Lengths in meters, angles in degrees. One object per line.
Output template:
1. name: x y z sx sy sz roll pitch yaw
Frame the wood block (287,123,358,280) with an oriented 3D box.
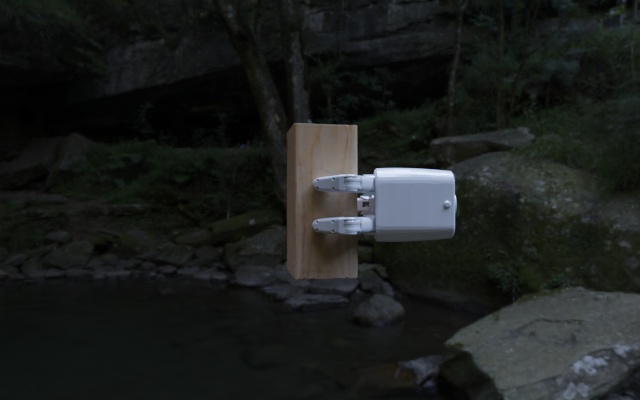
1. wood block: 0.000 0.002 0.678 0.090 0.206 0.091 0 -1 -9
